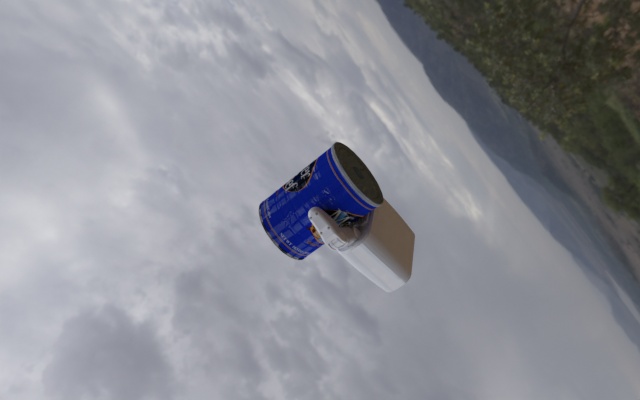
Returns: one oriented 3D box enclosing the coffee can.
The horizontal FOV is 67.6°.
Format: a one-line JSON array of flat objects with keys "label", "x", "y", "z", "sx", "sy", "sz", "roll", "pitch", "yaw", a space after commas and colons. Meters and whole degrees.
[{"label": "coffee can", "x": 0.000, "y": 0.002, "z": 0.656, "sx": 0.140, "sy": 0.102, "sz": 0.103, "roll": -37, "pitch": -15, "yaw": 21}]
